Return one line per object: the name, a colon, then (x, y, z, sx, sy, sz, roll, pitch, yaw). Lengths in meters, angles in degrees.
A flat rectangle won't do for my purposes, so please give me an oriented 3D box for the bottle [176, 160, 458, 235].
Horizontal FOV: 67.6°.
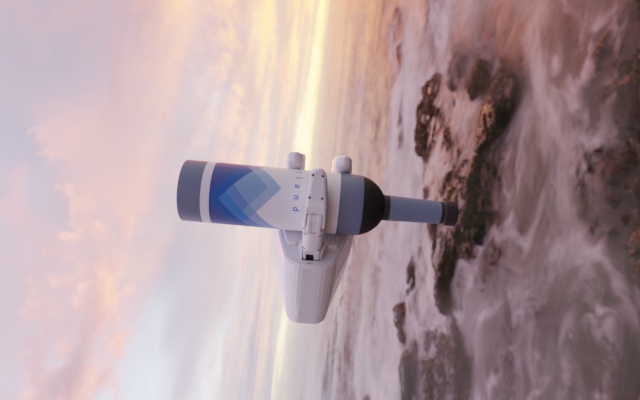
bottle: (0.000, 0.002, 0.519, 0.296, 0.069, 0.069, 5, 0, -1)
